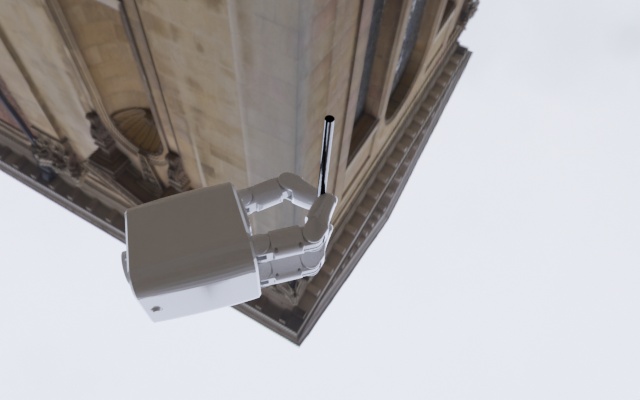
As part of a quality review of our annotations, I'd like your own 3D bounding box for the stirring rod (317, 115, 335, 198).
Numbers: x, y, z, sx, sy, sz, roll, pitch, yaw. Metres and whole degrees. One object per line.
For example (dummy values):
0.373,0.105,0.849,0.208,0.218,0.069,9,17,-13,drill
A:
0.000,0.001,0.475,0.011,0.011,0.240,0,-33,-4,stirring rod
